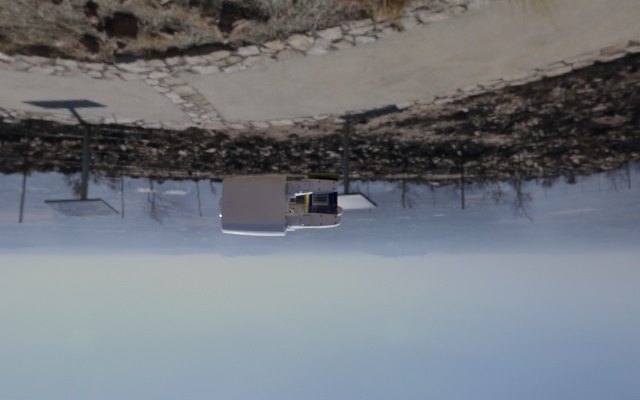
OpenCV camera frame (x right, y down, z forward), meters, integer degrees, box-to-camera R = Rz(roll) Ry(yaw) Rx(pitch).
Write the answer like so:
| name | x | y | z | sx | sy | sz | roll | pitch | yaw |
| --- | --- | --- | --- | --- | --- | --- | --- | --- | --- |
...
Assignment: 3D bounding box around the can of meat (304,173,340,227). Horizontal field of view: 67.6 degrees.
| name | x | y | z | sx | sy | sz | roll | pitch | yaw |
| --- | --- | --- | --- | --- | --- | --- | --- | --- | --- |
| can of meat | 0.000 | 0.003 | 0.819 | 0.057 | 0.084 | 0.102 | 1 | -7 | -5 |
